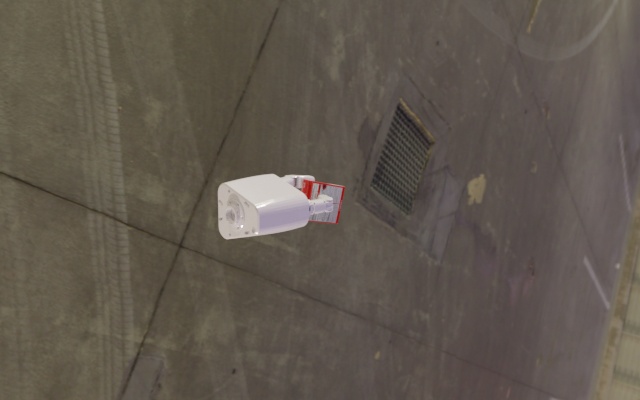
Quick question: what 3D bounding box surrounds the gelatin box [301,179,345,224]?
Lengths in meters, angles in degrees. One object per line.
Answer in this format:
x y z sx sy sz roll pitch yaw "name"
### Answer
0.001 0.003 0.885 0.089 0.073 0.030 8 5 -44 "gelatin box"
